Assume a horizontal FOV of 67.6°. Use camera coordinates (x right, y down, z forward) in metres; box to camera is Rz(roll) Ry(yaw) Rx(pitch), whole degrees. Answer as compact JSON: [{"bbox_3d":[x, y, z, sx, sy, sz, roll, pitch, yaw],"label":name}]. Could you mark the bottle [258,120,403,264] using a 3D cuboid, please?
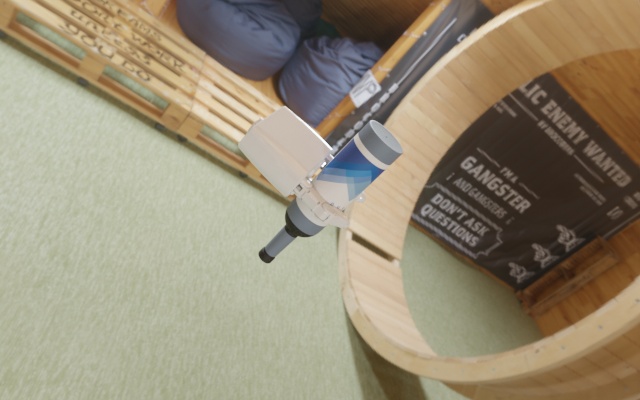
[{"bbox_3d":[0.000,0.002,0.744,0.296,0.069,0.069,-45,-23,25],"label":"bottle"}]
